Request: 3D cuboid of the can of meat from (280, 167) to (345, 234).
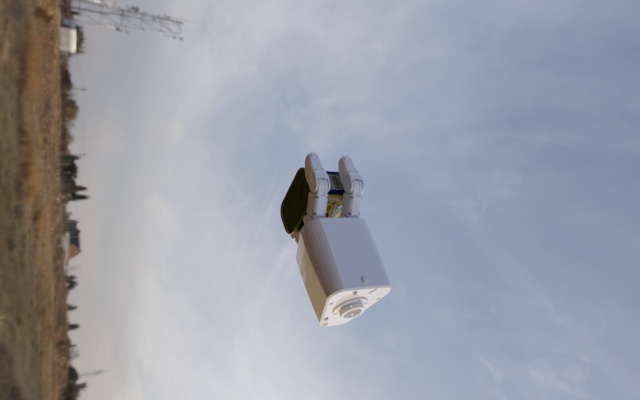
[{"bbox_3d":[0.000,0.002,0.691,0.084,0.057,0.102,1,-42,-29],"label":"can of meat"}]
